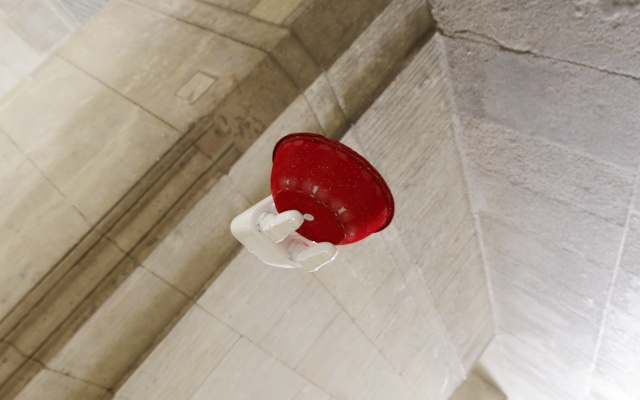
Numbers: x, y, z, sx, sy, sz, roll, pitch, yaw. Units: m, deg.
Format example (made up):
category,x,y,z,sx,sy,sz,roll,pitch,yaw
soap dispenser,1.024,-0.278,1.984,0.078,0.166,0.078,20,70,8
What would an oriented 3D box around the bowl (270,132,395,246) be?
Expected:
category,x,y,z,sx,sy,sz,roll,pitch,yaw
bowl,0.000,0.002,0.541,0.162,0.055,0.162,24,-33,17
